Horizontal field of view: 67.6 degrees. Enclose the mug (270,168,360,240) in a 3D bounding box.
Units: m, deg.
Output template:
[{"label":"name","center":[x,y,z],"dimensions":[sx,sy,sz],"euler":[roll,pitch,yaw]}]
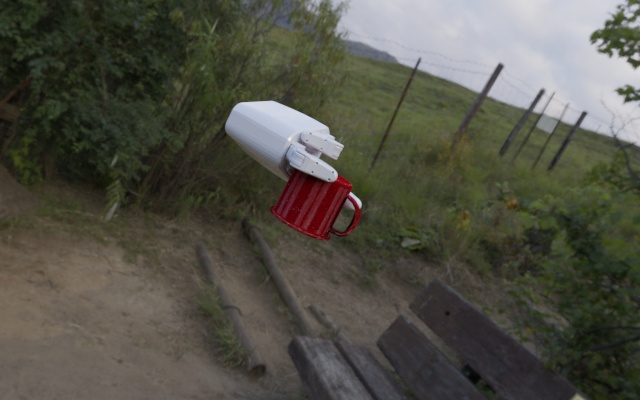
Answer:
[{"label":"mug","center":[0.001,0.003,0.643],"dimensions":[0.117,0.081,0.093],"euler":[31,10,20]}]
